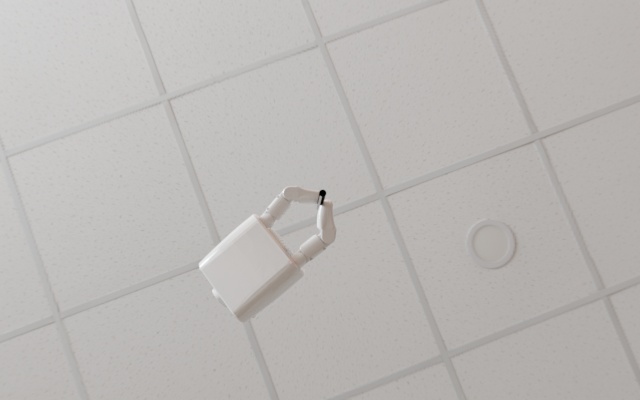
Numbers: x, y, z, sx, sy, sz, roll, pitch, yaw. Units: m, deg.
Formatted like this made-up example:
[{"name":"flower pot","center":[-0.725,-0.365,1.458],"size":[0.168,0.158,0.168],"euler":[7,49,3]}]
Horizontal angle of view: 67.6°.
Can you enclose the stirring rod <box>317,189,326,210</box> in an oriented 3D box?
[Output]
[{"name":"stirring rod","center":[0.000,0.002,0.643],"size":[0.011,0.011,0.239],"euler":[0,-5,-1]}]
